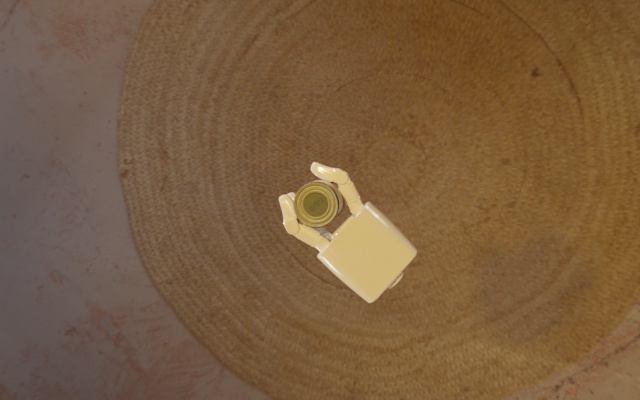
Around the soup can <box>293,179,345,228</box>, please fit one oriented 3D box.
[{"bbox_3d":[0.000,0.002,0.723,0.068,0.068,0.102,0,5,8],"label":"soup can"}]
